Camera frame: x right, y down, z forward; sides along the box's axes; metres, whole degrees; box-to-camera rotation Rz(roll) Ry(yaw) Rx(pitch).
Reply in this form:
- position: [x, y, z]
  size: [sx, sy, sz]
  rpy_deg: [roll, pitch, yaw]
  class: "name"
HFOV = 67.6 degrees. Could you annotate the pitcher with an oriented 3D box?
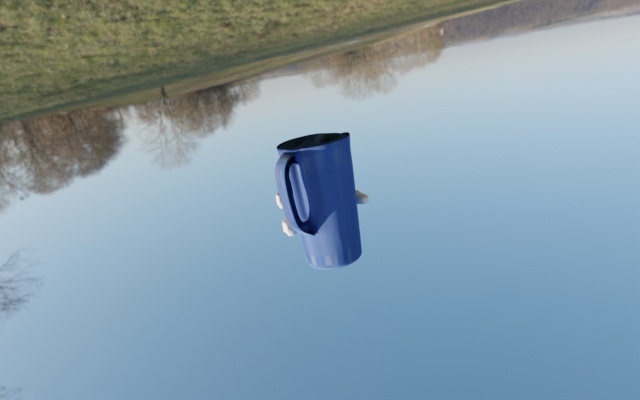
- position: [0.000, 0.003, 0.875]
  size: [0.149, 0.243, 0.145]
  rpy_deg: [-13, 17, -7]
  class: "pitcher"
